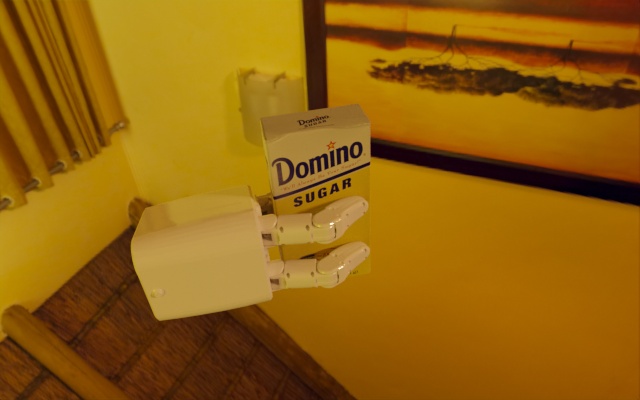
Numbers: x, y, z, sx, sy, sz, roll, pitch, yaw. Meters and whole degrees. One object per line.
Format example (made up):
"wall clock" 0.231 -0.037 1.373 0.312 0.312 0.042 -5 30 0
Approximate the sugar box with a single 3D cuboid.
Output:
"sugar box" 0.000 0.002 0.458 0.093 0.176 0.048 -10 38 -7
